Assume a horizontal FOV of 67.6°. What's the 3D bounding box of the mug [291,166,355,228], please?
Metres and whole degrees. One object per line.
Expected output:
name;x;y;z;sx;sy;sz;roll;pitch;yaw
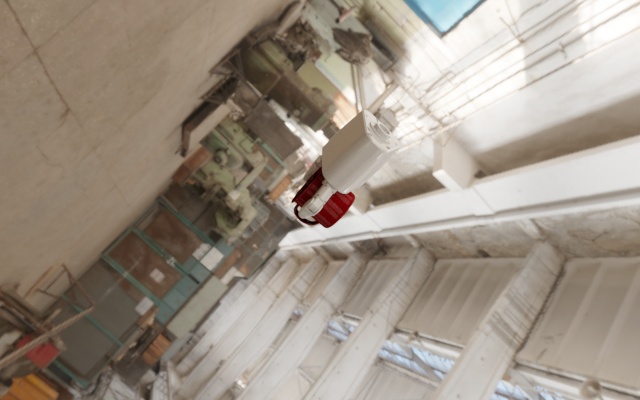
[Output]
mug;-0.001;0.004;0.860;0.117;0.081;0.093;-44;9;28
